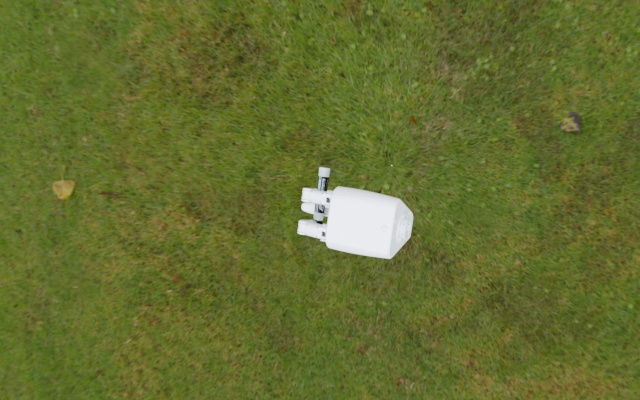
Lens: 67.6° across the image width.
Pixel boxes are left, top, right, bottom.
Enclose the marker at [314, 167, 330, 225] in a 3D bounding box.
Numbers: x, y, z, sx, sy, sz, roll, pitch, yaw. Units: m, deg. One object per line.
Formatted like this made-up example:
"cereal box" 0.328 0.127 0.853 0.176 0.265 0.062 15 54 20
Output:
"marker" 0.000 0.003 0.837 0.020 0.121 0.020 7 5 -1
